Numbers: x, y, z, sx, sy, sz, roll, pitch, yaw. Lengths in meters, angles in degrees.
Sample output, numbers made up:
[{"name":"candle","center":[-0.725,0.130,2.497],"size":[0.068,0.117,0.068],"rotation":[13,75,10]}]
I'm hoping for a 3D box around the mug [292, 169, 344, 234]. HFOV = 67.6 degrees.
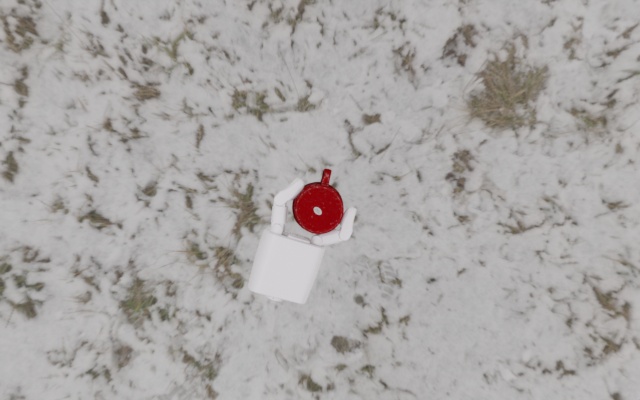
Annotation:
[{"name":"mug","center":[0.001,0.001,0.819],"size":[0.093,0.117,0.081],"rotation":[16,1,-3]}]
